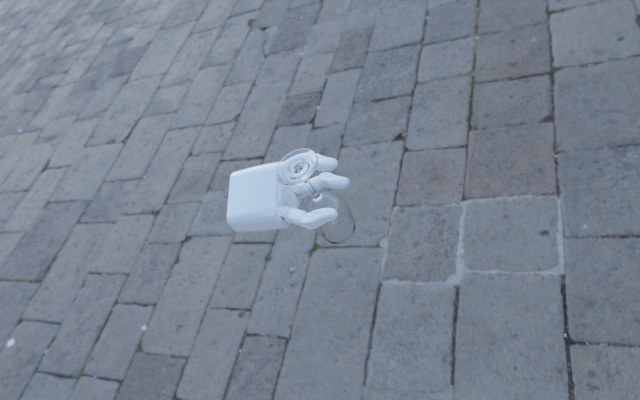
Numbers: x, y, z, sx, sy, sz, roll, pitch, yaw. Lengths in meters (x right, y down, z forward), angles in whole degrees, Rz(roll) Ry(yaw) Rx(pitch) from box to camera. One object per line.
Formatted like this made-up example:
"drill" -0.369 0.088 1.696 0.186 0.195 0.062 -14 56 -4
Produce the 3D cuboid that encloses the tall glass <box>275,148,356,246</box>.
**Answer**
"tall glass" 0.000 0.002 0.829 0.079 0.079 0.201 0 -35 29
